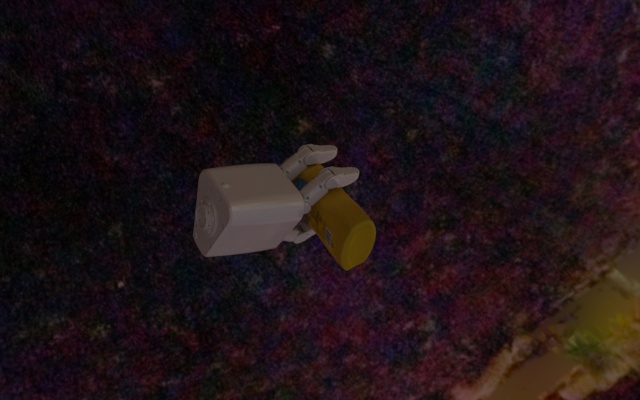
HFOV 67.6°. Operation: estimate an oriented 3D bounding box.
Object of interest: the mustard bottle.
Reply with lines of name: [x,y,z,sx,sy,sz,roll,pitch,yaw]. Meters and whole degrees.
mustard bottle: [0.001,0.002,0.677,0.058,0.096,0.191,-25,53,-21]
